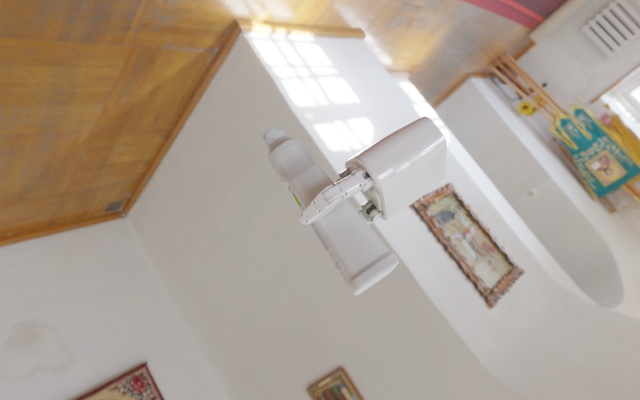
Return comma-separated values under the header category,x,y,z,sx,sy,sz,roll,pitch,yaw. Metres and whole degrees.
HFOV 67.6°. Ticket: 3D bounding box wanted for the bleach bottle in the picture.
category,x,y,z,sx,sy,sz,roll,pitch,yaw
bleach bottle,0.000,0.002,0.631,0.068,0.250,0.102,-33,-14,-9
